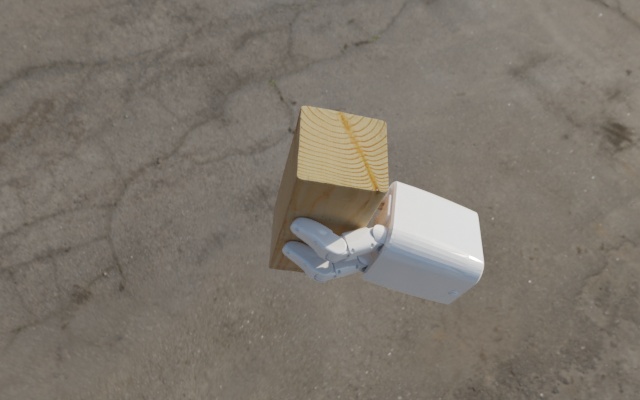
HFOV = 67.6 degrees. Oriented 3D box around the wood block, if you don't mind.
[{"bbox_3d":[0.001,0.002,0.540,0.090,0.090,0.206,9,-33,-9],"label":"wood block"}]
